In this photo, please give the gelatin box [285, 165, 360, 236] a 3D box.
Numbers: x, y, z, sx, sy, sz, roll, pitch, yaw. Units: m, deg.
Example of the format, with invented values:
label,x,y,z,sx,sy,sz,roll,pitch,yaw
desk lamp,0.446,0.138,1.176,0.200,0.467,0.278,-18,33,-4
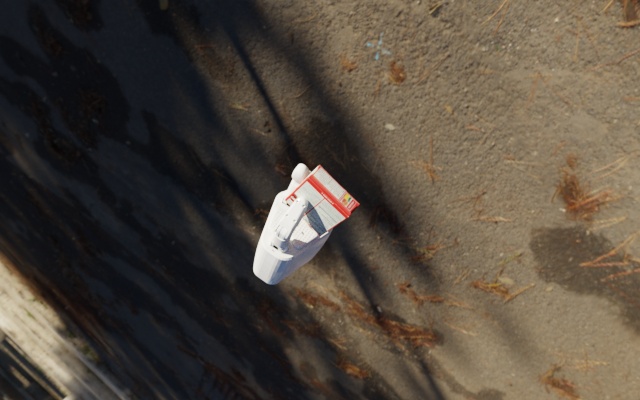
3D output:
label,x,y,z,sx,sy,sz,roll,pitch,yaw
gelatin box,0.000,0.002,0.638,0.030,0.073,0.089,-48,4,-32
